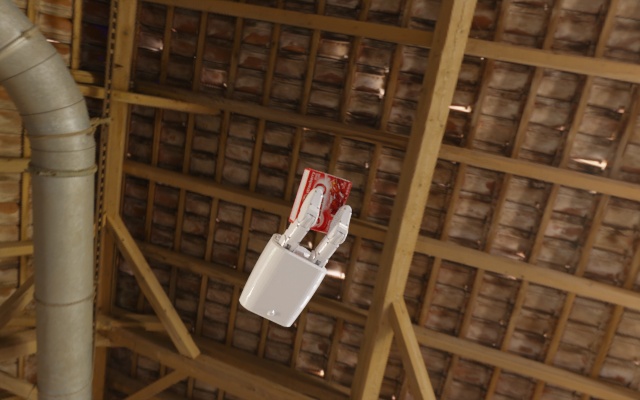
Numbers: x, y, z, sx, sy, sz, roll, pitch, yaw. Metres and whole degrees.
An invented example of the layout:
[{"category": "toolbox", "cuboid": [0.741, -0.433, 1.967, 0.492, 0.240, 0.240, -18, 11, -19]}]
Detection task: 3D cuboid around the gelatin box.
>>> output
[{"category": "gelatin box", "cuboid": [0.000, 0.002, 0.739, 0.073, 0.089, 0.030, 17, 3, -21]}]
